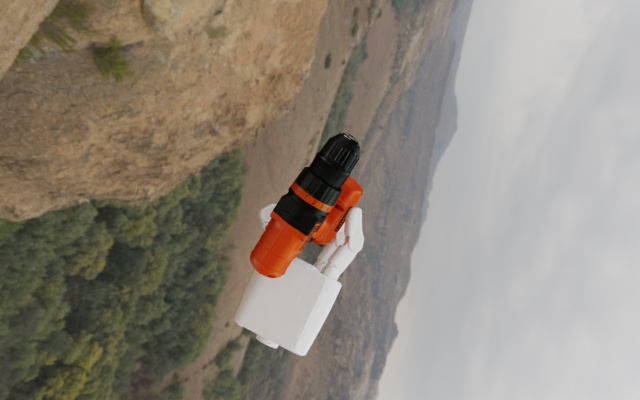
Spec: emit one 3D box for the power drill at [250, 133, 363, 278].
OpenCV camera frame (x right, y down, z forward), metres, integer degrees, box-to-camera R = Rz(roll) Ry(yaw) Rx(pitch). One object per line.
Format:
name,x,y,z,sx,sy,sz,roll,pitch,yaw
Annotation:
power drill,0.000,0.002,0.594,0.057,0.184,0.187,38,12,11
